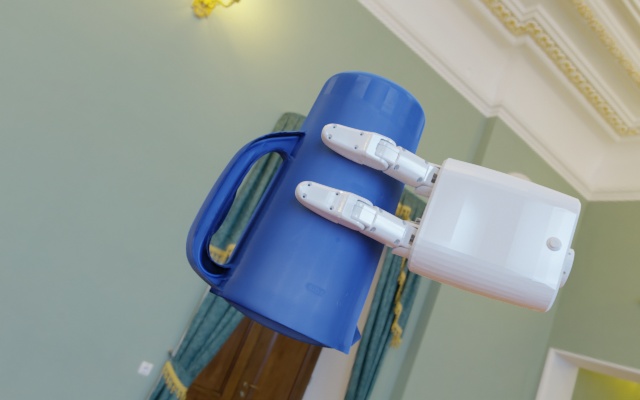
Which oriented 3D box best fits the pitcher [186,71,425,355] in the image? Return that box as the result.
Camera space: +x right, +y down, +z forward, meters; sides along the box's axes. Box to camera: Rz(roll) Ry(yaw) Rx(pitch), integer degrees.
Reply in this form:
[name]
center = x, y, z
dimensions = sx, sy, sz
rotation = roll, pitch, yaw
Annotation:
[pitcher]
center = 0.000, 0.002, 0.440
dimensions = 0.145, 0.242, 0.149
rotation = 18, -16, 20
